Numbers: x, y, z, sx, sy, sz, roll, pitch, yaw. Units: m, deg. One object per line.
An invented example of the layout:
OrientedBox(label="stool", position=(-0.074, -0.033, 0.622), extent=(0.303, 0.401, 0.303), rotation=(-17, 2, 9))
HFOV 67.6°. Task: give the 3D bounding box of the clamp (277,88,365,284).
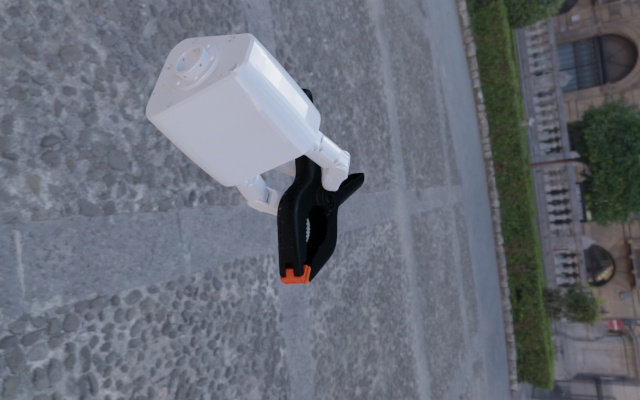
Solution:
OrientedBox(label="clamp", position=(0.001, 0.002, 0.539), extent=(0.036, 0.210, 0.165), rotation=(-9, -33, 30))
